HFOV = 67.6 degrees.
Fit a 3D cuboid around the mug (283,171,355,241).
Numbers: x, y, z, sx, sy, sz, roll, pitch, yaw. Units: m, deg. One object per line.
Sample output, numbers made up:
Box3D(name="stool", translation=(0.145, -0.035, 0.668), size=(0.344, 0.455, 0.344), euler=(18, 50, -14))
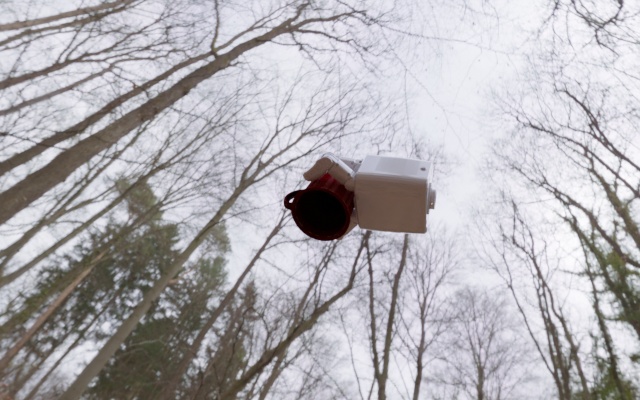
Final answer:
Box3D(name="mug", translation=(-0.001, 0.002, 0.749), size=(0.117, 0.093, 0.081), euler=(4, 29, 18))
